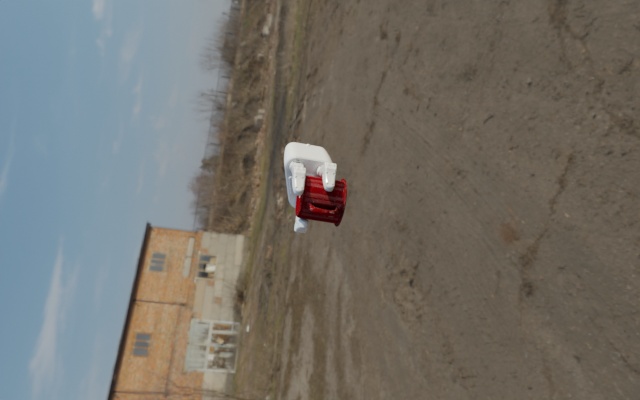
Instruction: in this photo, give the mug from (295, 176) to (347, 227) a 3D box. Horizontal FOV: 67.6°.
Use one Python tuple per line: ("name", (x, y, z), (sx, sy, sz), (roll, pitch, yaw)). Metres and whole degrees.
("mug", (0.000, 0.004, 0.892), (0.081, 0.093, 0.117), (9, 23, -10))
